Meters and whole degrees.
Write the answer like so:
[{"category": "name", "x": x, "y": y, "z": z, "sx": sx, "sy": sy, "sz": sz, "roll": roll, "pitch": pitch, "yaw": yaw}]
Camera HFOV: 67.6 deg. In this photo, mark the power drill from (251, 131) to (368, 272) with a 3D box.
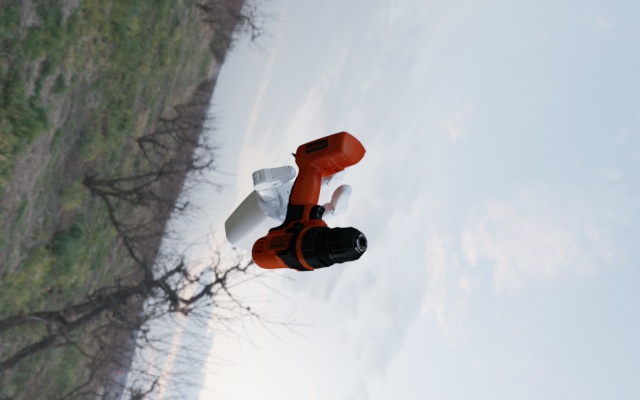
[{"category": "power drill", "x": 0.000, "y": 0.002, "z": 0.620, "sx": 0.184, "sy": 0.187, "sz": 0.057, "roll": -10, "pitch": -40, "yaw": 43}]
